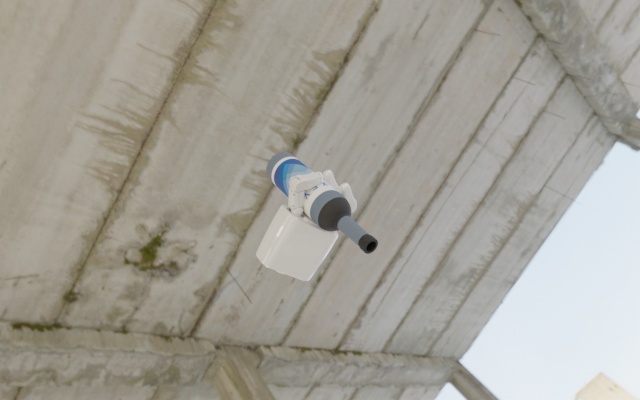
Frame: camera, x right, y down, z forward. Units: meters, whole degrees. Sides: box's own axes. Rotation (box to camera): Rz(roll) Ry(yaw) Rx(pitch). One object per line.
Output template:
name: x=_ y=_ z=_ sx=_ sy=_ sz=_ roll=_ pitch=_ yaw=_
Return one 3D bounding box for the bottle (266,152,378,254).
bottle: x=0.000 y=0.003 z=0.840 sx=0.069 sy=0.069 sz=0.295 roll=0 pitch=28 yaw=-37
